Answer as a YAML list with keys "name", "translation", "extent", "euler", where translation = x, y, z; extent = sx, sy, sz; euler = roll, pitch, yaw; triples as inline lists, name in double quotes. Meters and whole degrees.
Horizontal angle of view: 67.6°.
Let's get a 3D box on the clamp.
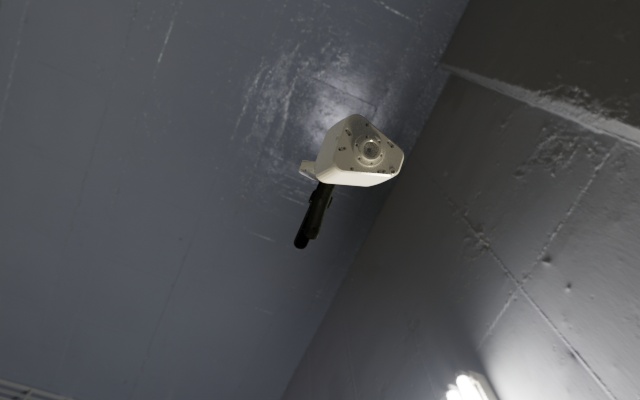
- name: "clamp"
  translation: [0.001, 0.003, 0.817]
  extent: [0.039, 0.171, 0.120]
  euler: [22, -9, -12]
